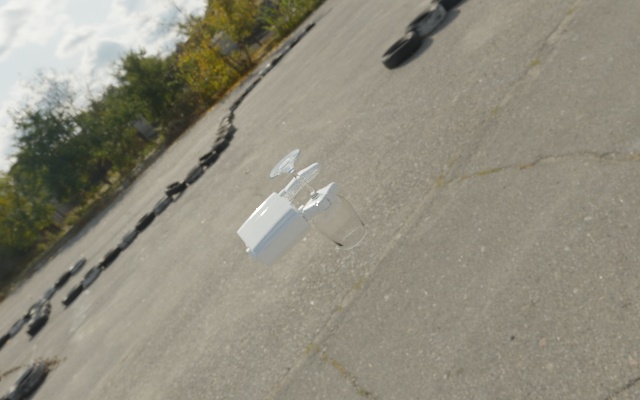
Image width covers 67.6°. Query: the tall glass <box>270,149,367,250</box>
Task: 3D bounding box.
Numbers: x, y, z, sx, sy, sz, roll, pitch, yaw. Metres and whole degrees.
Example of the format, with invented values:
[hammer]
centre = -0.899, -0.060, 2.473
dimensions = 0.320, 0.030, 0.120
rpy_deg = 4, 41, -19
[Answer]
[tall glass]
centre = 0.000, 0.002, 0.883
dimensions = 0.201, 0.079, 0.079
rpy_deg = 47, -19, -19
